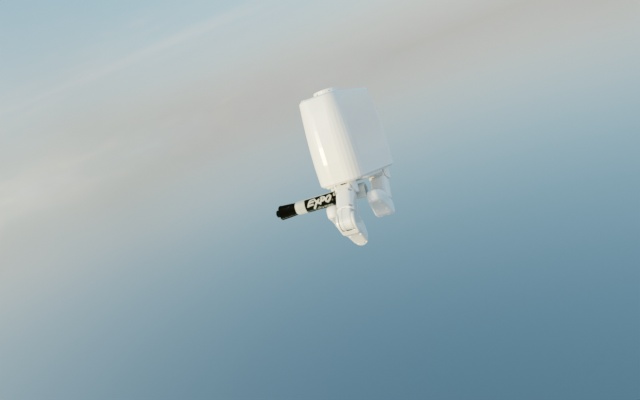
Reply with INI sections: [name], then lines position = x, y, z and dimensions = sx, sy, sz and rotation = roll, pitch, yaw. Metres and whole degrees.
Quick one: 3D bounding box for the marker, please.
[marker]
position = 0.000, 0.002, 0.592
dimensions = 0.121, 0.020, 0.020
rotation = -16, -5, 19
